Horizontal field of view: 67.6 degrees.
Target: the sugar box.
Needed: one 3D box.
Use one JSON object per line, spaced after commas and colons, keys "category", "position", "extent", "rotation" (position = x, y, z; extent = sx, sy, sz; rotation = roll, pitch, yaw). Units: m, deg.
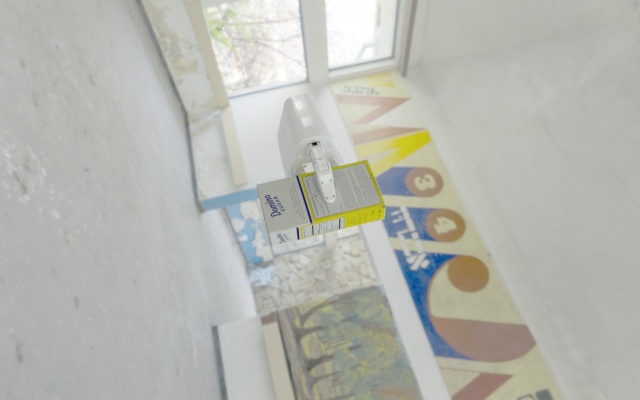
{"category": "sugar box", "position": [0.000, 0.003, 0.716], "extent": [0.176, 0.093, 0.048], "rotation": [-14, -35, -5]}
